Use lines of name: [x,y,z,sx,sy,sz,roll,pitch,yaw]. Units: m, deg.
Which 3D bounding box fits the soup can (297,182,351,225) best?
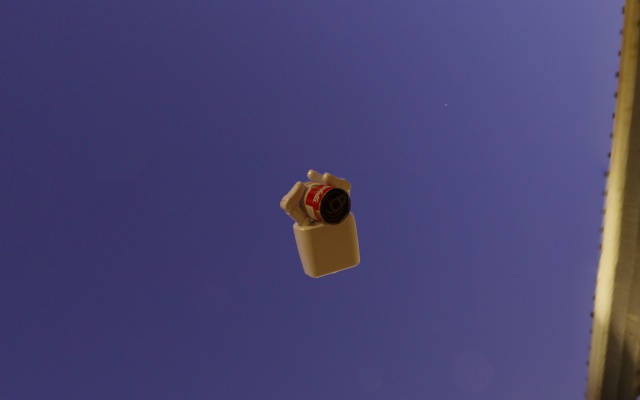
soup can: [0.000,0.002,0.894,0.068,0.068,0.102,0,9,-33]
